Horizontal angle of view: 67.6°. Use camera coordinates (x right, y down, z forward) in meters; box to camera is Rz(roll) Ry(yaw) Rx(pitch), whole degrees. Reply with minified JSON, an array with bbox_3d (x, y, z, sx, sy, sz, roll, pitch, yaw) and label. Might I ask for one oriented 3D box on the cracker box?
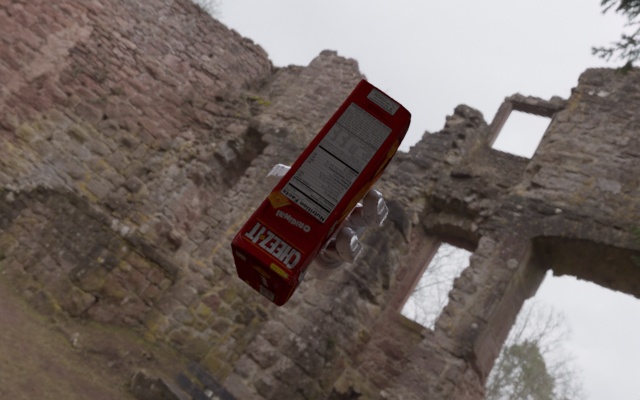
[{"bbox_3d":[0.000,0.001,0.511,0.072,0.213,0.164,35,-19,6],"label":"cracker box"}]
